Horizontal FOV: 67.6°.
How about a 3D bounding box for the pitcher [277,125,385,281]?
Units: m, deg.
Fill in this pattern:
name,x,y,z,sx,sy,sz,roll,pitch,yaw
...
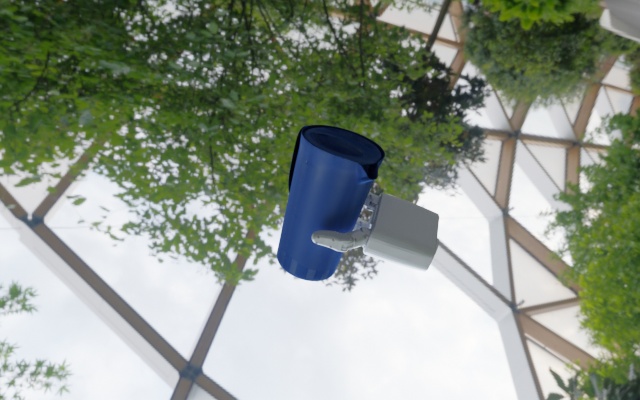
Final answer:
name,x,y,z,sx,sy,sz,roll,pitch,yaw
pitcher,0.000,0.003,0.787,0.145,0.243,0.149,18,26,1
